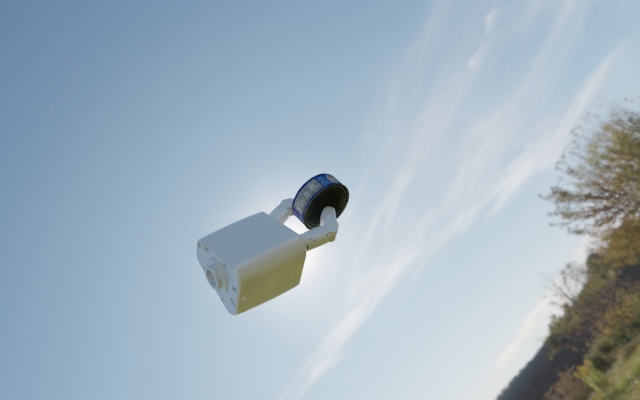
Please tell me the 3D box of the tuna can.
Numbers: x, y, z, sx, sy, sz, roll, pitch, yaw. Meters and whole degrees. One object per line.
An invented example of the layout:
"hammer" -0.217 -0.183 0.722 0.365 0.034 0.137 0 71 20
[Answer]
"tuna can" 0.000 0.002 0.717 0.086 0.086 0.033 0 35 -47
